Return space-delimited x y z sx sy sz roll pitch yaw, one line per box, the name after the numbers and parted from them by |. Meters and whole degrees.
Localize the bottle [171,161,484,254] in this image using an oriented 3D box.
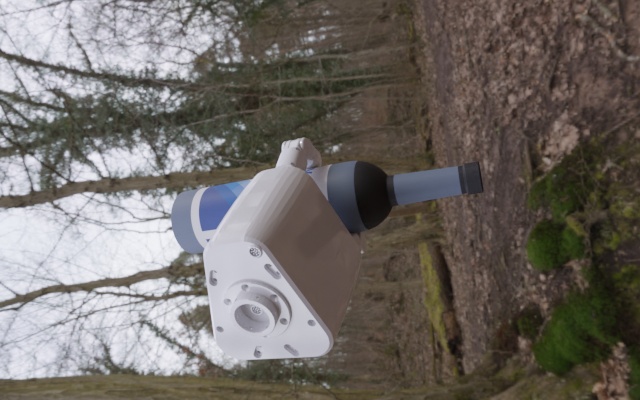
0.000 0.001 0.456 0.296 0.069 0.069 -9 -3 19 | bottle
